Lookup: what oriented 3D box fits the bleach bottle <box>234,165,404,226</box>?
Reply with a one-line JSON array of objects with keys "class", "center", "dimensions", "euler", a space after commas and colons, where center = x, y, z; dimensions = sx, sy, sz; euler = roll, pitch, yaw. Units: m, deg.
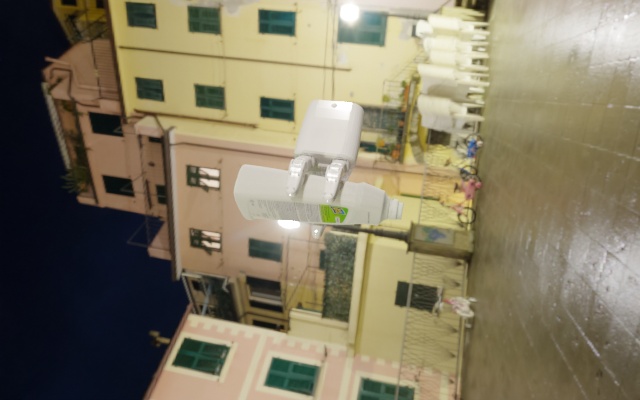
[{"class": "bleach bottle", "center": [0.000, 0.002, 0.737], "dimensions": [0.251, 0.068, 0.103], "euler": [8, -26, 10]}]
